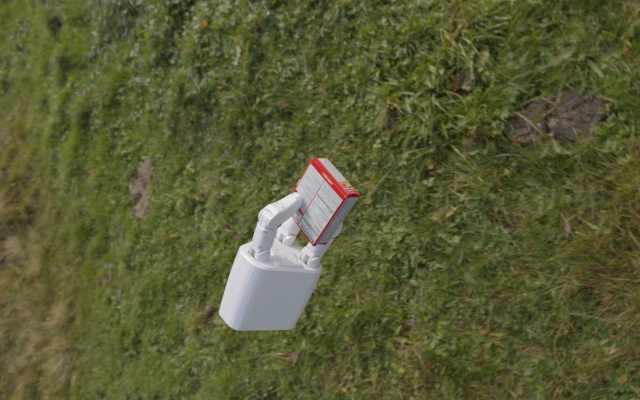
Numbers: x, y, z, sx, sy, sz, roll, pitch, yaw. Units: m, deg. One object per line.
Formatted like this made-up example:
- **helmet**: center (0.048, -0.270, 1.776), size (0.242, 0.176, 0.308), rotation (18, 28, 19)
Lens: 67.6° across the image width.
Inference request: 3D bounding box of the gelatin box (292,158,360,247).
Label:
- **gelatin box**: center (0.000, 0.002, 0.605), size (0.030, 0.089, 0.073), rotation (-5, 46, -45)
